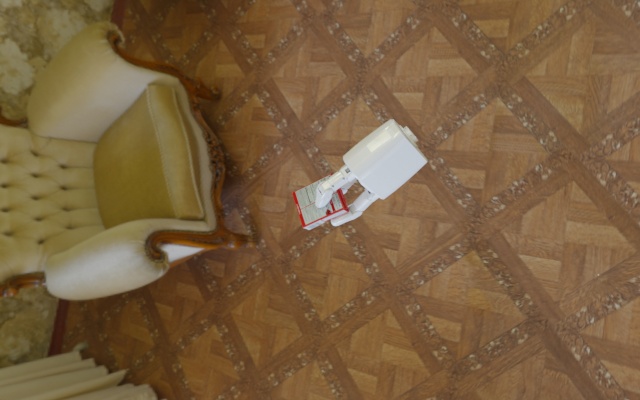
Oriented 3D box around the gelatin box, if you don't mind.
[{"bbox_3d":[0.000,0.003,0.870,0.089,0.073,0.030,-25,-21,16],"label":"gelatin box"}]
